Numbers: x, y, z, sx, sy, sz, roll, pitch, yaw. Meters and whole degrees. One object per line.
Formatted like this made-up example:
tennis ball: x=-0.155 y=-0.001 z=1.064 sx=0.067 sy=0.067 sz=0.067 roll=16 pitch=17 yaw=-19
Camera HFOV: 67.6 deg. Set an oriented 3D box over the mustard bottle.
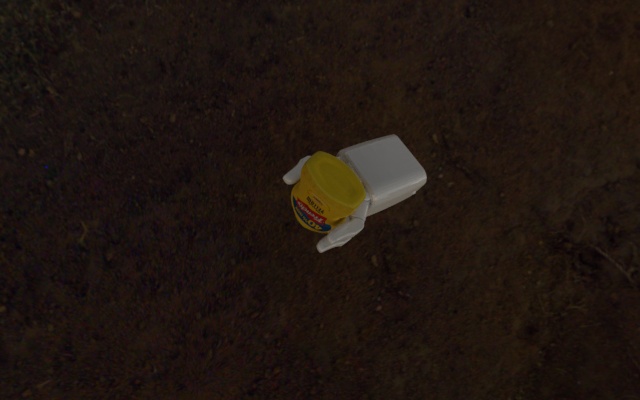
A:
mustard bottle: x=0.000 y=0.002 z=0.736 sx=0.058 sy=0.096 sz=0.192 roll=-47 pitch=-4 yaw=-24
